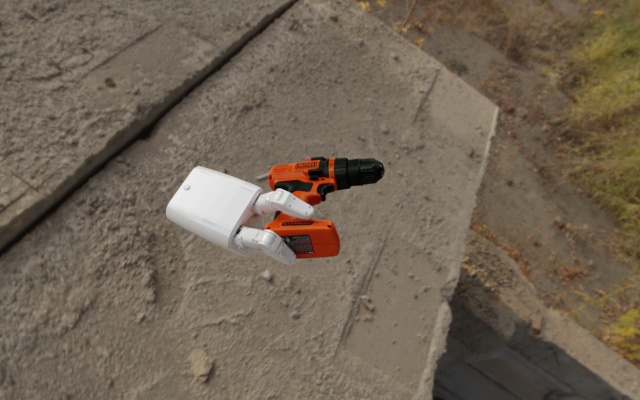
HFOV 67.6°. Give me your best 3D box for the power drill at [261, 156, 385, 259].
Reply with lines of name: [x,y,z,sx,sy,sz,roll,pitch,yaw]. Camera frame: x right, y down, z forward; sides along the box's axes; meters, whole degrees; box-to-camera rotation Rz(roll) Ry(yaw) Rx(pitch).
power drill: [0.000,0.003,0.701,0.184,0.057,0.187,-6,35,14]
